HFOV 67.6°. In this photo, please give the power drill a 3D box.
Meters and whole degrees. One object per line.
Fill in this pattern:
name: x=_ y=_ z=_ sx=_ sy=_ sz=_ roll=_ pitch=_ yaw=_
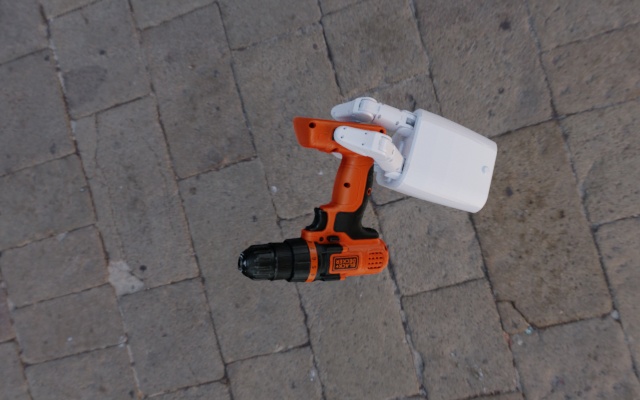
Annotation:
power drill: x=0.000 y=0.001 z=0.545 sx=0.184 sy=0.188 sz=0.057 roll=0 pitch=13 yaw=-27
